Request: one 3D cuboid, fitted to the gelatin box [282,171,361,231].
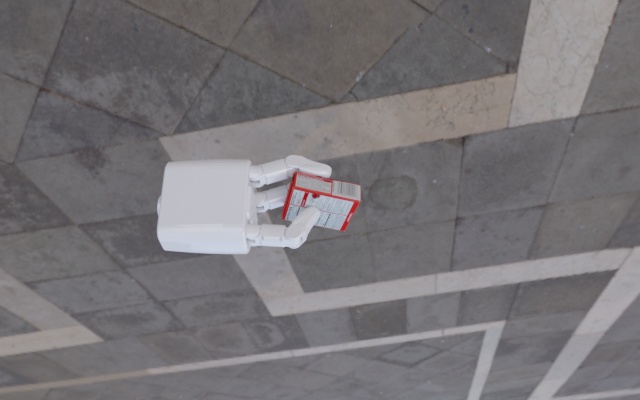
[{"bbox_3d":[0.000,0.002,0.615,0.089,0.030,0.073,12,-37,-8],"label":"gelatin box"}]
